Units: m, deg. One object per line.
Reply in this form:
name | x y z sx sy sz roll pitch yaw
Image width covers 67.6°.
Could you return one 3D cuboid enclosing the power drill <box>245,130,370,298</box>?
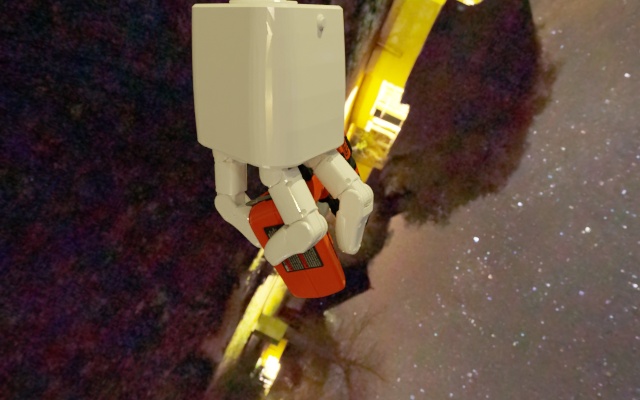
power drill | 0.000 0.002 0.468 0.057 0.184 0.187 -15 32 20
